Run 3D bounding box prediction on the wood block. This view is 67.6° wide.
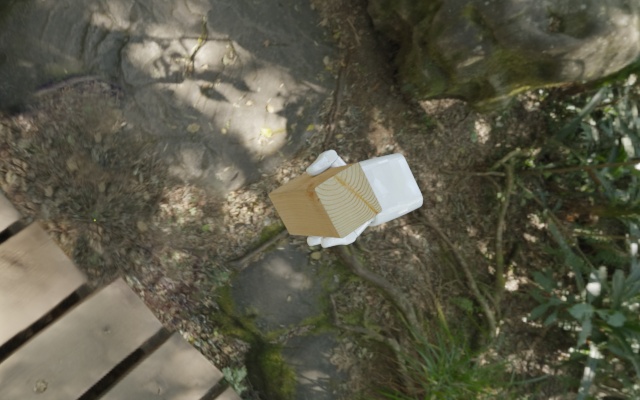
[{"bbox_3d":[0.000,0.002,0.817,0.090,0.091,0.206,-32,11,-23],"label":"wood block"}]
